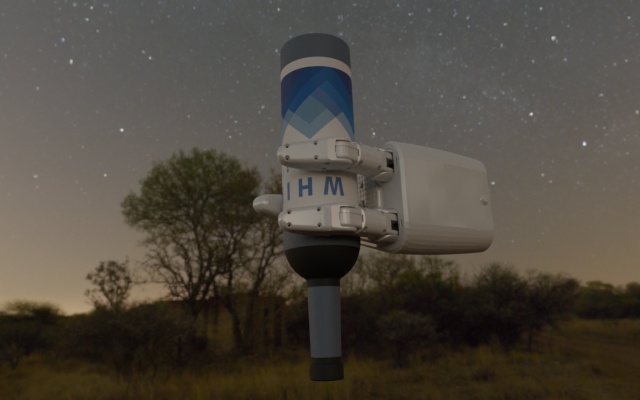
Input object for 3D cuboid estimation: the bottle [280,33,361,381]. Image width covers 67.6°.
[{"bbox_3d":[0.000,0.001,0.420,0.069,0.295,0.069,-2,-14,-1],"label":"bottle"}]
